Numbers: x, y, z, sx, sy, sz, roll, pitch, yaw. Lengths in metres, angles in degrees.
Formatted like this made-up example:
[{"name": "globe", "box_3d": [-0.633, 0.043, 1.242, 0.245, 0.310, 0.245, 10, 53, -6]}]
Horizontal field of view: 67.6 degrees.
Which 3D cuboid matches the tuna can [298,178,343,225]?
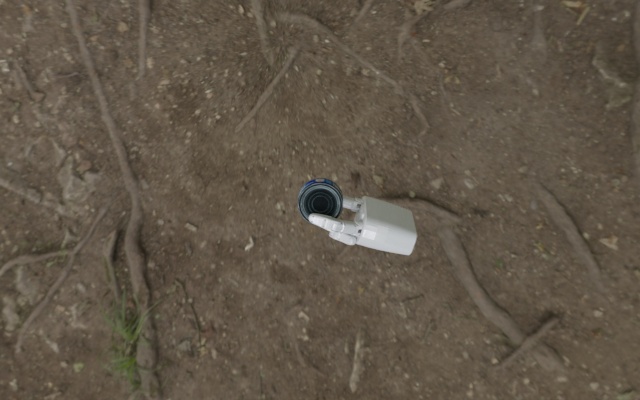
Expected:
[{"name": "tuna can", "box_3d": [0.000, 0.003, 0.893, 0.086, 0.086, 0.033, 0, 17, 1]}]
